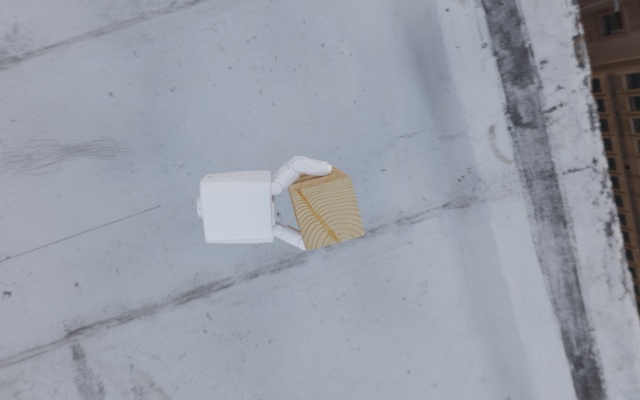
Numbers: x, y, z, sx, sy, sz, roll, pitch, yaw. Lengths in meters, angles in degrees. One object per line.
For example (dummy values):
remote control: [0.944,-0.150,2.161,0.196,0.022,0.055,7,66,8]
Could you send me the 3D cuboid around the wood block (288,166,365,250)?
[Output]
wood block: [0.000,0.003,0.770,0.090,0.091,0.206,-15,11,-4]
